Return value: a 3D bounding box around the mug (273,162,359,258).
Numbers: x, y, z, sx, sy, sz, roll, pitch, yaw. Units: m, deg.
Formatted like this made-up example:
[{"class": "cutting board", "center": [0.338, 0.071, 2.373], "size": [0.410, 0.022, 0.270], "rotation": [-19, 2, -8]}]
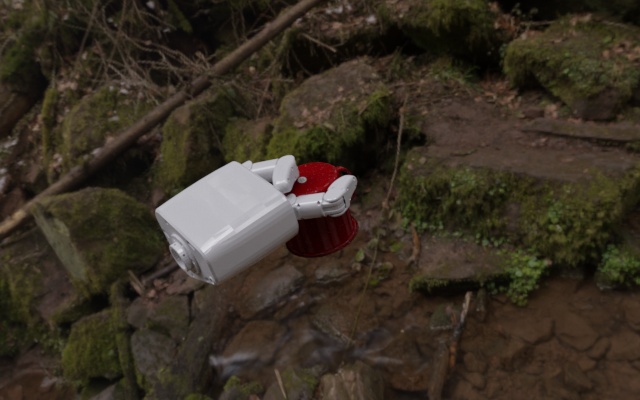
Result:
[{"class": "mug", "center": [0.001, 0.001, 0.575], "size": [0.117, 0.081, 0.093], "rotation": [-35, 35, -29]}]
